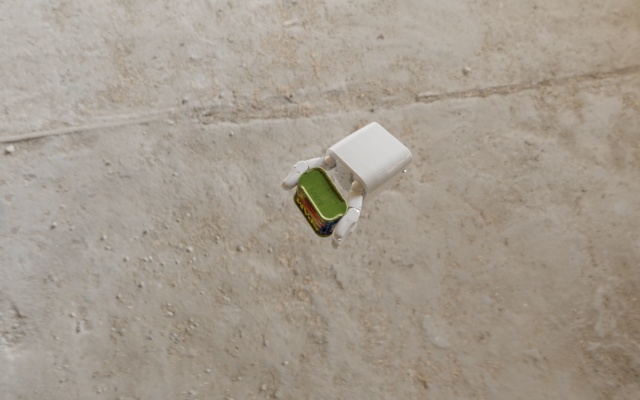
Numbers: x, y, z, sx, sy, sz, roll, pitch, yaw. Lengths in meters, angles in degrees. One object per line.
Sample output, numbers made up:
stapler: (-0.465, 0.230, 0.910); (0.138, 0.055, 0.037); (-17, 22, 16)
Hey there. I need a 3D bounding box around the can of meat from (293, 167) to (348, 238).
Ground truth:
can of meat: (0.000, 0.002, 0.808); (0.057, 0.102, 0.084); (-31, -14, -16)
